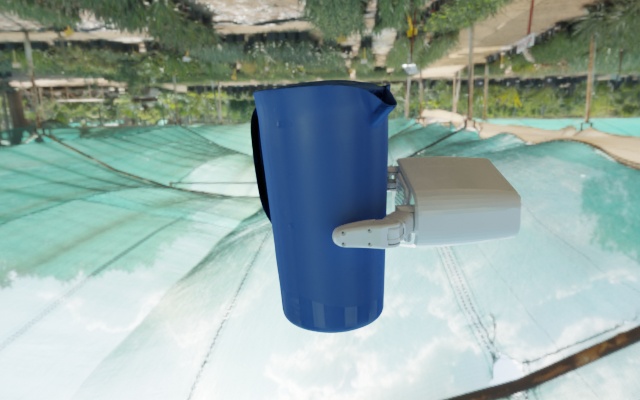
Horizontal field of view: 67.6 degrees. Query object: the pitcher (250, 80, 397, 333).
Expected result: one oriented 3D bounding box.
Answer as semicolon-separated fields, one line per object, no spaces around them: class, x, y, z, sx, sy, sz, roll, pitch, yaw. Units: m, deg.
pitcher;0.000;0.002;0.494;0.145;0.243;0.149;-3;11;-2
